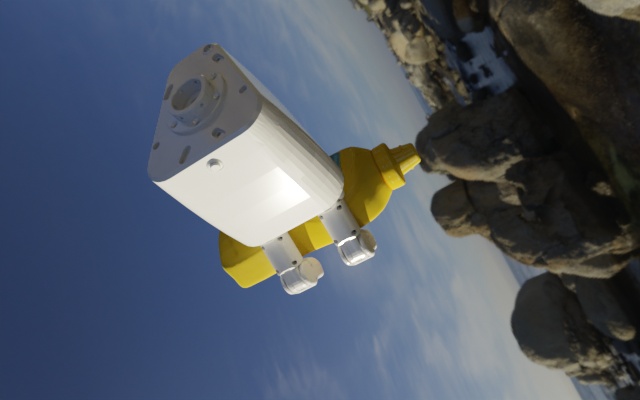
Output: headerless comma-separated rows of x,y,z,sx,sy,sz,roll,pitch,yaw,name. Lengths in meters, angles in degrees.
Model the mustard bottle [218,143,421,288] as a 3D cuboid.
0.000,0.002,0.432,0.191,0.058,0.096,-29,28,15,mustard bottle
